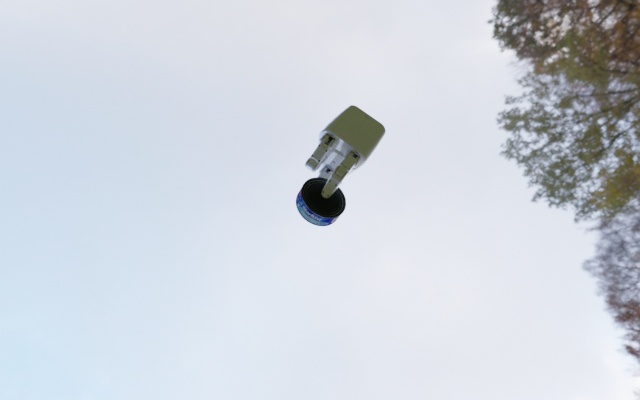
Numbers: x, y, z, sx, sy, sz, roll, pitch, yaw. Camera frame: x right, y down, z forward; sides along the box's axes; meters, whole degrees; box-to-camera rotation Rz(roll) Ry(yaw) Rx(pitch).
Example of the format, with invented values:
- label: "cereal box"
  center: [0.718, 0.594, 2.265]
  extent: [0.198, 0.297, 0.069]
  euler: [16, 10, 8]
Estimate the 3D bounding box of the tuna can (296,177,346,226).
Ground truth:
- label: "tuna can"
  center: [0.000, 0.003, 0.848]
  extent: [0.086, 0.086, 0.034]
  euler: [0, -33, -28]
